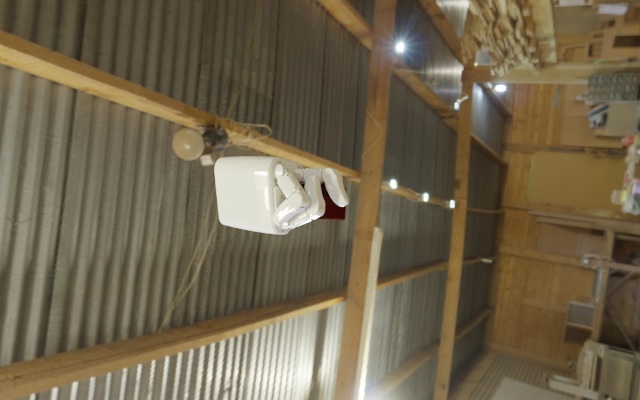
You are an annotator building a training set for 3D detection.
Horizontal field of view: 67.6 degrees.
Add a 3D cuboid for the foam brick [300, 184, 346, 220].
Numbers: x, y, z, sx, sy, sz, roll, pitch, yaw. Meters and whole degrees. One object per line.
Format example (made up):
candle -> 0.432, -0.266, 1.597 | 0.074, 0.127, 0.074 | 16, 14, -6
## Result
foam brick -> 0.000, 0.003, 0.731 | 0.051, 0.053, 0.078 | 2, -2, 28
